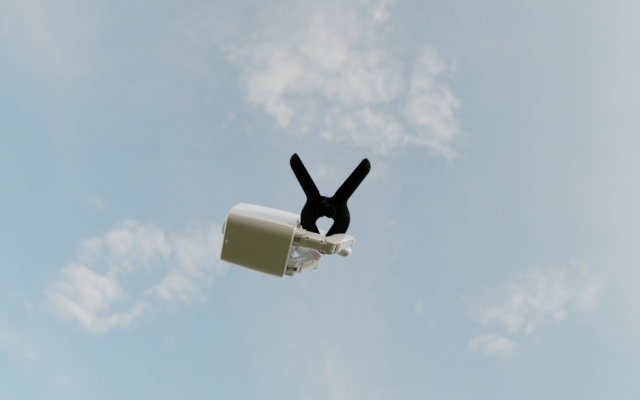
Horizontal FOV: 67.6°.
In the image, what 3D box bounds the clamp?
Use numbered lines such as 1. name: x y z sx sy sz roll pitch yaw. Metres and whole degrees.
1. clamp: 0.000 0.002 0.741 0.120 0.171 0.039 14 23 0
